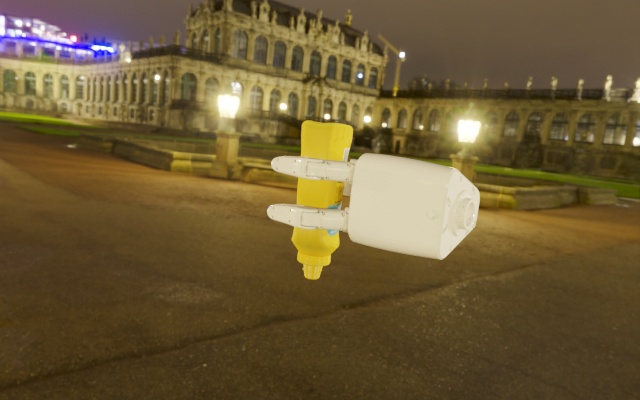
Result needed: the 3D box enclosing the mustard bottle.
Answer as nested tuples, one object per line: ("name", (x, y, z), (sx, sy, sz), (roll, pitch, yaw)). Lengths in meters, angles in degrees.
("mustard bottle", (0.000, 0.002, 0.581), (0.058, 0.191, 0.096), (7, 8, 11))
